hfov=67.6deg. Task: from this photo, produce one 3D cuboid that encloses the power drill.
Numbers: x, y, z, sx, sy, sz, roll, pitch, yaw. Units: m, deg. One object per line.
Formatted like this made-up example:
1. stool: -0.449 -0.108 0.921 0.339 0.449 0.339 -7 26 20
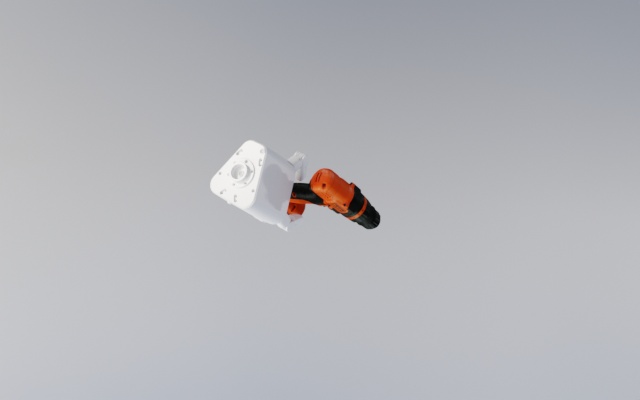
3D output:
1. power drill: 0.000 0.003 0.891 0.187 0.057 0.184 -3 -31 40
